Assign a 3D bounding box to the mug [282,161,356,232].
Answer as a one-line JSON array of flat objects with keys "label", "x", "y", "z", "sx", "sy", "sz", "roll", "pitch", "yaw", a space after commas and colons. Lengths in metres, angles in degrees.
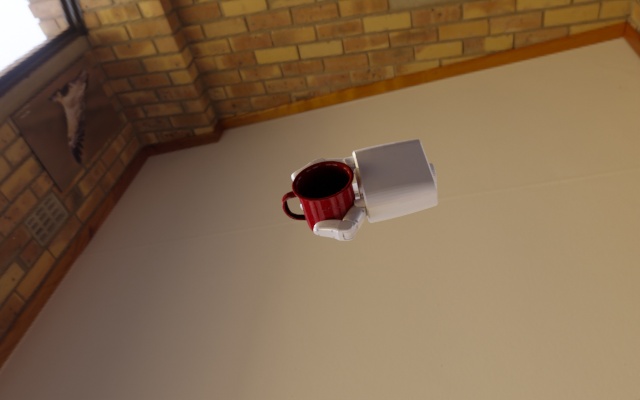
[{"label": "mug", "x": -0.001, "y": 0.003, "z": 0.724, "sx": 0.117, "sy": 0.082, "sz": 0.093, "roll": -13, "pitch": 39, "yaw": 4}]
